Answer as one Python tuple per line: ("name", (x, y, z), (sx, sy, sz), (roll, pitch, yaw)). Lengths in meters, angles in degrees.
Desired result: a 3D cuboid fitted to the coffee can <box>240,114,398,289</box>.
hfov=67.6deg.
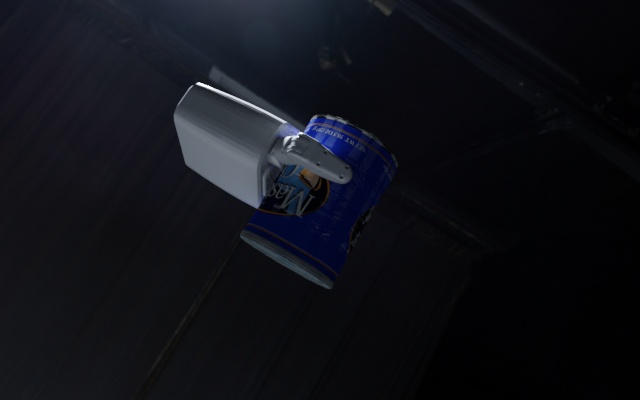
("coffee can", (0.000, 0.002, 0.476), (0.103, 0.140, 0.103), (29, -12, 7))
